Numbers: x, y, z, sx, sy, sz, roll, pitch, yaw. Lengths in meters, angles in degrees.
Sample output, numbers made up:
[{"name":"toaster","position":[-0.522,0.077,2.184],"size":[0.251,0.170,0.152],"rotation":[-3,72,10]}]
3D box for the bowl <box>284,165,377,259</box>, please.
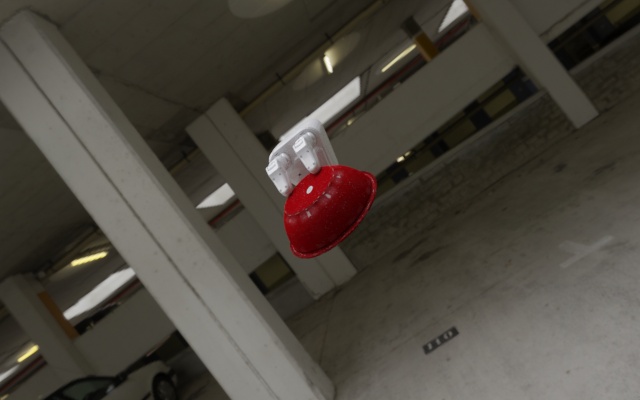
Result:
[{"name":"bowl","position":[0.000,0.002,0.676],"size":[0.055,0.162,0.162],"rotation":[45,-23,-25]}]
